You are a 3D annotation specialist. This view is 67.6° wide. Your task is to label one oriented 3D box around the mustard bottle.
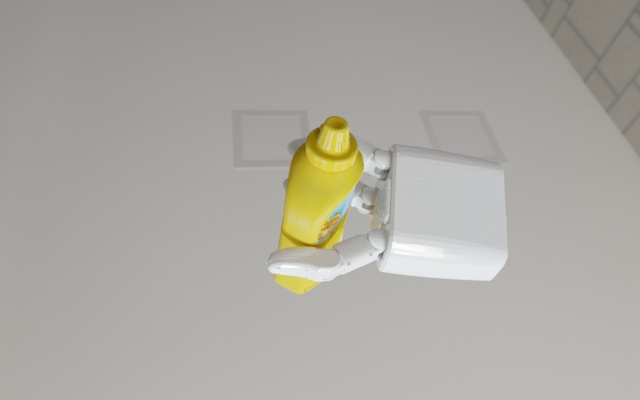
[{"bbox_3d":[0.000,0.001,0.428,0.058,0.096,0.192,28,-37,11],"label":"mustard bottle"}]
